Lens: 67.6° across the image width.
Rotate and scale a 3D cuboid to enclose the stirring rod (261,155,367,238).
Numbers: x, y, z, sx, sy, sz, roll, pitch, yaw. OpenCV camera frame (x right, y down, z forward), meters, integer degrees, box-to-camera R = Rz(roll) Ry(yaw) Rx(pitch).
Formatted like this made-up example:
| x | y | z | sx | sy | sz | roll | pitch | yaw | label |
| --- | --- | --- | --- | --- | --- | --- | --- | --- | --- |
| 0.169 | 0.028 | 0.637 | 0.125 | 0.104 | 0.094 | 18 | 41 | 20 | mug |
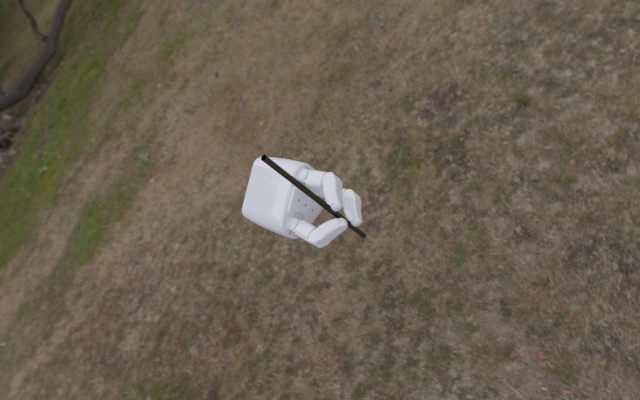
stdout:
| x | y | z | sx | sy | sz | roll | pitch | yaw | label |
| --- | --- | --- | --- | --- | --- | --- | --- | --- | --- |
| 0.000 | 0.002 | 0.643 | 0.011 | 0.011 | 0.240 | 0 | -26 | 38 | stirring rod |
